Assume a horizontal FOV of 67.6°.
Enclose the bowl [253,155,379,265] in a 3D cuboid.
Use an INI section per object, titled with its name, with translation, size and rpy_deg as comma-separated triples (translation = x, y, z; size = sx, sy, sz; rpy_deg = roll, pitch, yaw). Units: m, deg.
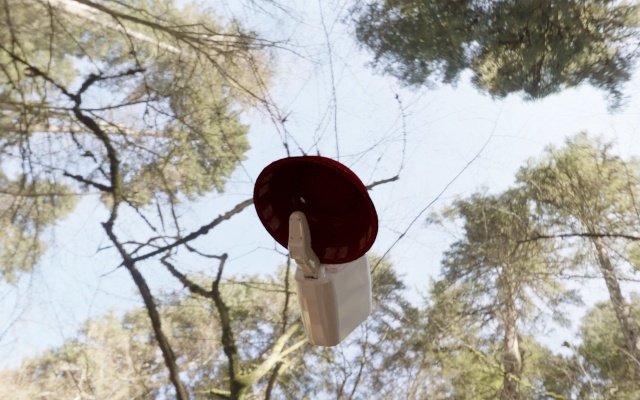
[bowl]
translation = 0.000, 0.001, 0.591
size = 0.162, 0.162, 0.055
rpy_deg = 0, 36, 25
